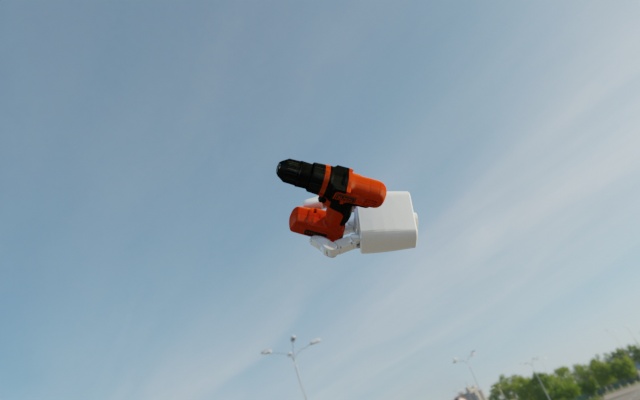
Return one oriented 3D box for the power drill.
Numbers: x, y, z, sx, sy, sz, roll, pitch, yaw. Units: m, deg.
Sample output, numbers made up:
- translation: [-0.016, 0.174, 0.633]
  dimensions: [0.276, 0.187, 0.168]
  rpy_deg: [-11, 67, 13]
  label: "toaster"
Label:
- translation: [0.000, 0.003, 0.832]
  dimensions: [0.184, 0.057, 0.188]
  rpy_deg: [16, -30, -9]
  label: "power drill"
